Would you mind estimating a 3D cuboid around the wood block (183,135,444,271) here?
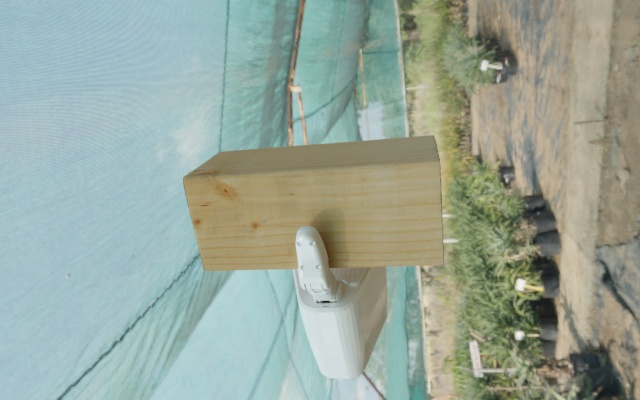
[{"bbox_3d":[0.000,0.002,0.424,0.206,0.090,0.090,-3,21,11],"label":"wood block"}]
